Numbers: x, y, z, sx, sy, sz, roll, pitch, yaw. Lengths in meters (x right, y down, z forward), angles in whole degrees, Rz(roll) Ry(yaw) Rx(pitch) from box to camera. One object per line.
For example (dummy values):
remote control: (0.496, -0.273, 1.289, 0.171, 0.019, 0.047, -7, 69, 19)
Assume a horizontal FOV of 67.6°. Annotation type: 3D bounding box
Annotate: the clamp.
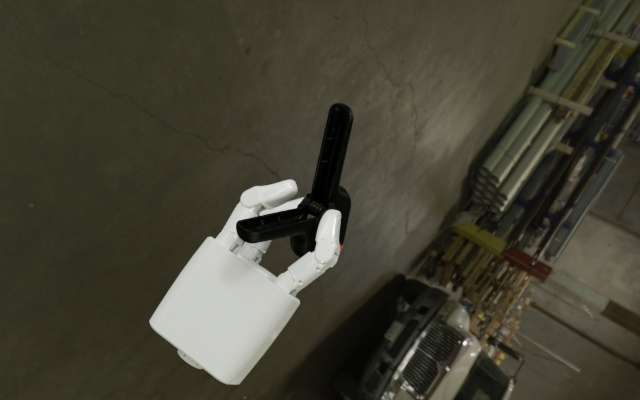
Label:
clamp: (0.001, 0.002, 0.524, 0.036, 0.164, 0.210, 31, -10, 25)
